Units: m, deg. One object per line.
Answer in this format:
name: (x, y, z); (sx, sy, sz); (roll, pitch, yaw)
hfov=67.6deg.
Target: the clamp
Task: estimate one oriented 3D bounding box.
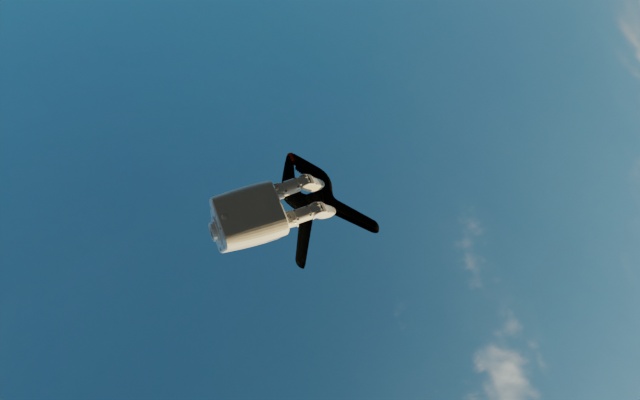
clamp: (0.000, 0.003, 0.857); (0.164, 0.210, 0.036); (-16, -21, -19)
